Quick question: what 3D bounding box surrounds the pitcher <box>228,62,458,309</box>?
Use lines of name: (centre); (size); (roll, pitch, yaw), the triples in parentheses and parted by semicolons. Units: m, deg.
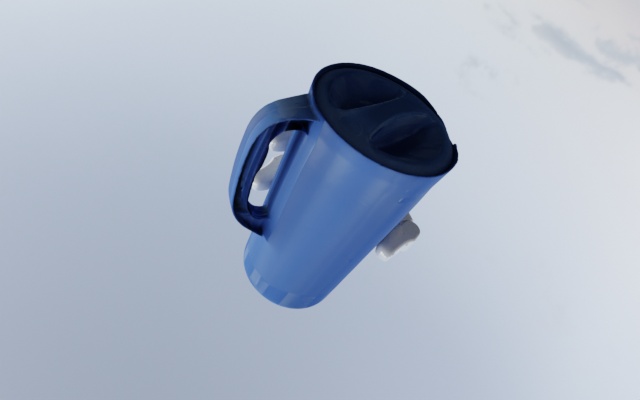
pitcher: (0.000, 0.001, 0.455); (0.149, 0.243, 0.145); (36, 42, 4)
